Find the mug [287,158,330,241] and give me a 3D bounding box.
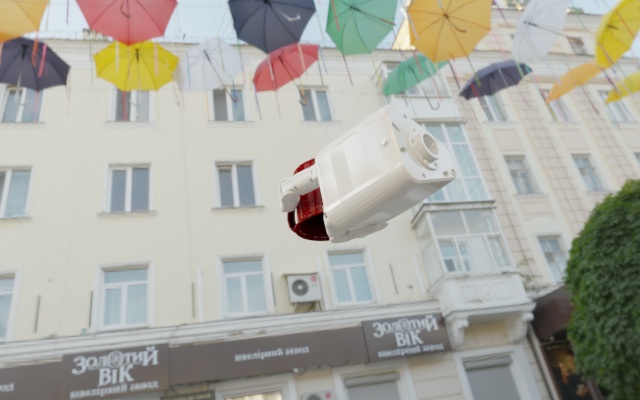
[{"bbox_3d":[-0.001,0.002,0.621,0.093,0.081,0.117,18,-37,-42],"label":"mug"}]
